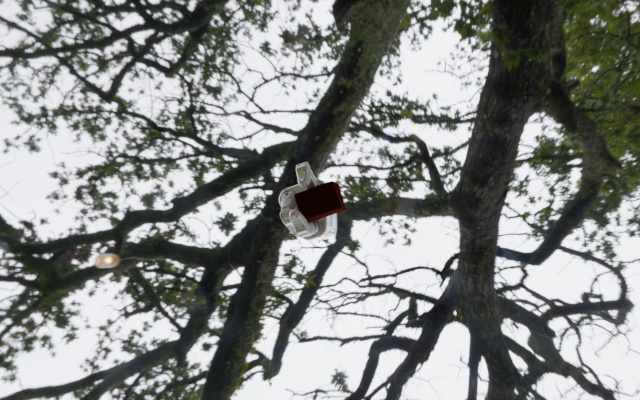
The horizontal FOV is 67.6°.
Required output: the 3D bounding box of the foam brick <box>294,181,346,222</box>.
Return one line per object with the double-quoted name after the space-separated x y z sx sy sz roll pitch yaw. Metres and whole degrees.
0.000 0.003 0.866 0.078 0.053 0.051 -19 -10 14 "foam brick"
